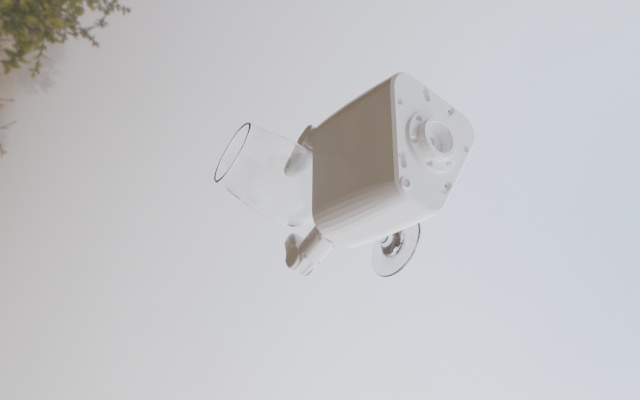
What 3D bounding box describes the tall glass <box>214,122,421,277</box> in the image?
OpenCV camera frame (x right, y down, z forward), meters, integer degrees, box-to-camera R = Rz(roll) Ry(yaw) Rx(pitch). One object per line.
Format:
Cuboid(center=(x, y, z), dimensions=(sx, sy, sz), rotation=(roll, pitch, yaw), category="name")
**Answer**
Cuboid(center=(0.001, 0.002, 0.466), dimensions=(0.201, 0.079, 0.079), rotation=(29, -12, -23), category="tall glass")
